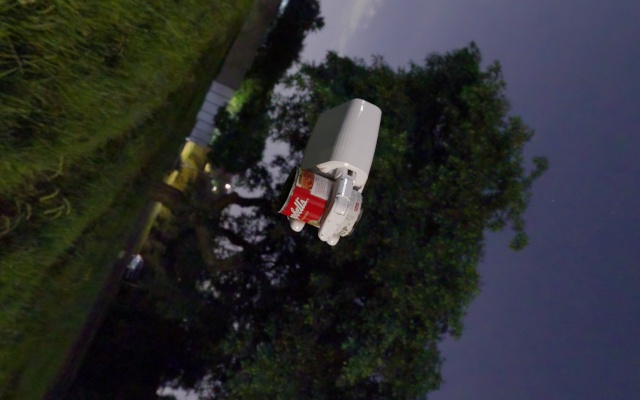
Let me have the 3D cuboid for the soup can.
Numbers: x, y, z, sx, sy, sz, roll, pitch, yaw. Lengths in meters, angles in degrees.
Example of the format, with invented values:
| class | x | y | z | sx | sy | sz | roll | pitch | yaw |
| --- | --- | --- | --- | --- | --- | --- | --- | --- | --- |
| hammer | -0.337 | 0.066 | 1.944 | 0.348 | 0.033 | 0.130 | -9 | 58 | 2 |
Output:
| class | x | y | z | sx | sy | sz | roll | pitch | yaw |
| --- | --- | --- | --- | --- | --- | --- | --- | --- | --- |
| soup can | 0.000 | 0.003 | 0.657 | 0.102 | 0.068 | 0.068 | 22 | -6 | -14 |
